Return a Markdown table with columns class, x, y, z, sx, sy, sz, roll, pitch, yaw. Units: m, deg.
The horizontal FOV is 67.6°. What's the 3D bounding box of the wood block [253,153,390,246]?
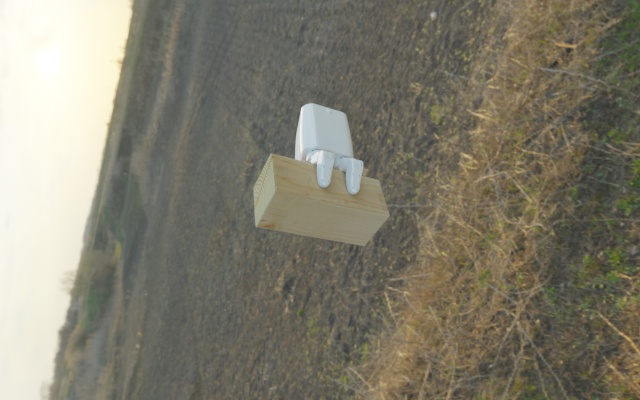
| class | x | y | z | sx | sy | sz | roll | pitch | yaw |
| --- | --- | --- | --- | --- | --- | --- | --- | --- | --- |
| wood block | 0.000 | 0.003 | 0.810 | 0.206 | 0.090 | 0.091 | 12 | -46 | -24 |
